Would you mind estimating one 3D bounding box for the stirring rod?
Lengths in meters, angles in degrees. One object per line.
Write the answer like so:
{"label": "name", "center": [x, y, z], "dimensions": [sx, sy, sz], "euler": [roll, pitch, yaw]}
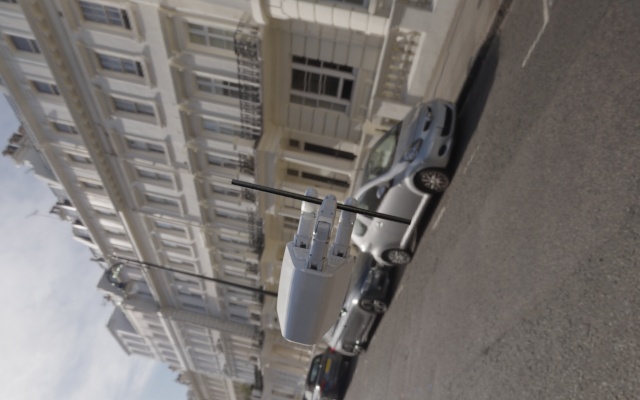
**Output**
{"label": "stirring rod", "center": [0.000, 0.002, 0.626], "dimensions": [0.239, 0.011, 0.011], "euler": [13, 1, 3]}
